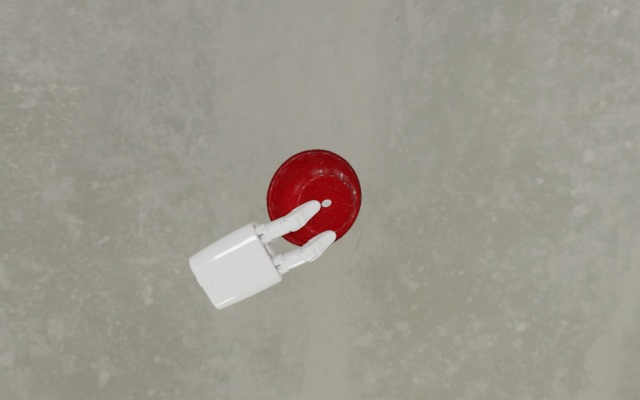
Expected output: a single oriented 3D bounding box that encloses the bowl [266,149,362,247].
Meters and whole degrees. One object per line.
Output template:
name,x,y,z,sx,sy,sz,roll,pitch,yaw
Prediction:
bowl,0.001,0.002,0.744,0.162,0.162,0.055,0,10,-19
